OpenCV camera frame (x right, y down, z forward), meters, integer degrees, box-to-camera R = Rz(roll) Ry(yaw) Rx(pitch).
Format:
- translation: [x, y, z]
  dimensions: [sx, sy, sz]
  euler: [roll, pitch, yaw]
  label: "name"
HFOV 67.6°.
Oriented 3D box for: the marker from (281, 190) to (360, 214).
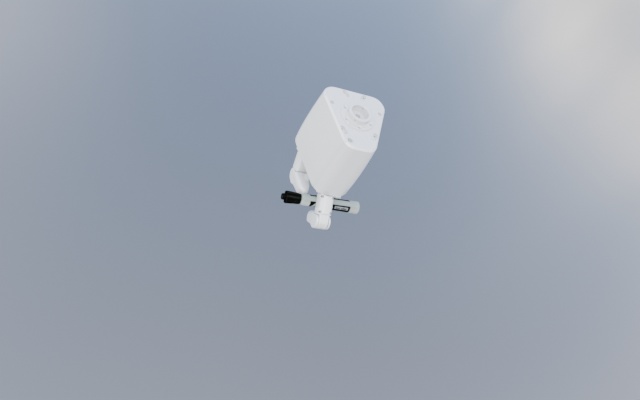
- translation: [0.000, 0.002, 0.706]
  dimensions: [0.121, 0.020, 0.020]
  euler: [9, -3, -21]
  label: "marker"
